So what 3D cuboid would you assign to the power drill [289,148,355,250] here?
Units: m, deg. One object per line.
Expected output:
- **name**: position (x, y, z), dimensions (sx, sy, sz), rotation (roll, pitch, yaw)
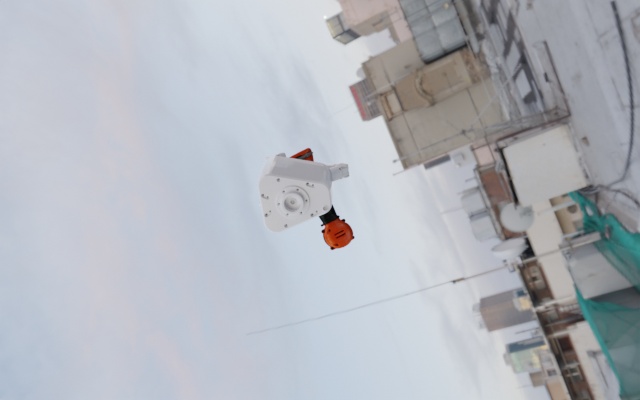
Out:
- **power drill**: position (0.000, 0.002, 0.879), dimensions (0.057, 0.187, 0.184), rotation (-29, -3, -5)
